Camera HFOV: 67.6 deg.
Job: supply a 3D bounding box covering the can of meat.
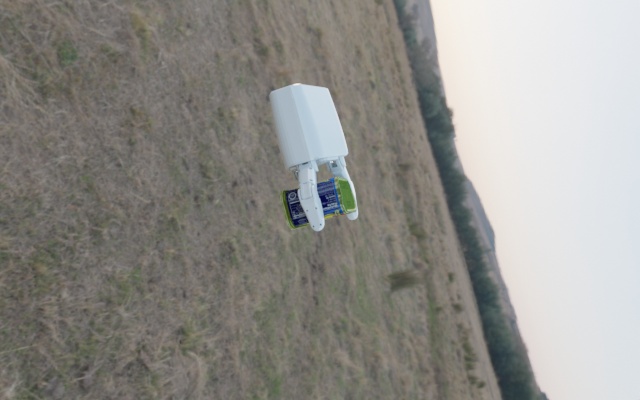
[{"bbox_3d":[0.000,0.002,0.685,0.084,0.057,0.102,-16,-3,14],"label":"can of meat"}]
